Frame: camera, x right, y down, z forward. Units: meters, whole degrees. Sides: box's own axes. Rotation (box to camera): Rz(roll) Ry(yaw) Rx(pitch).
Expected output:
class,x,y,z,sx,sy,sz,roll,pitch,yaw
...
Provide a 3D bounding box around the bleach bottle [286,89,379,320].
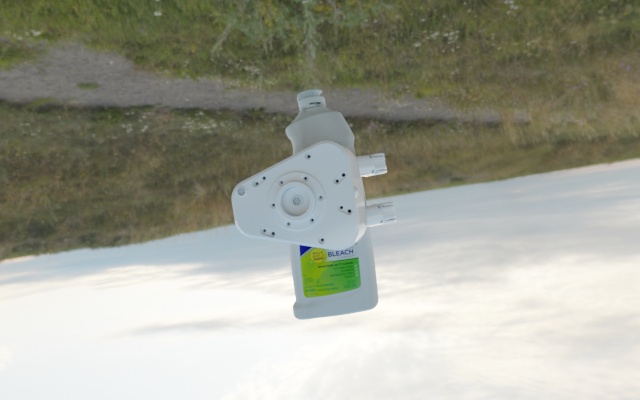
class,x,y,z,sx,sy,sz,roll,pitch,yaw
bleach bottle,0.000,0.002,0.547,0.102,0.251,0.068,-10,0,7
